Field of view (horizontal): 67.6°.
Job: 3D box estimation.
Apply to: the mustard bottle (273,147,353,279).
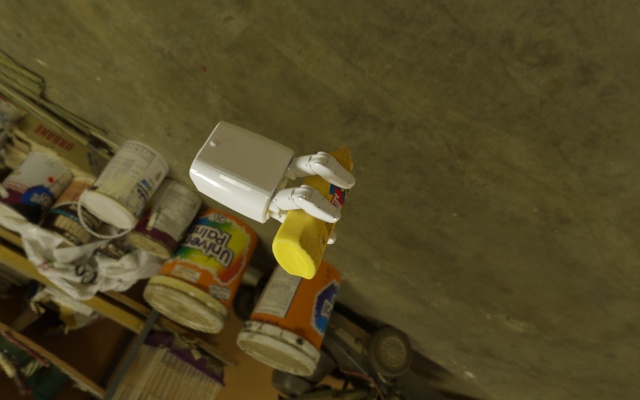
[{"bbox_3d":[0.000,0.002,0.642,0.058,0.191,0.096,12,-33,20],"label":"mustard bottle"}]
